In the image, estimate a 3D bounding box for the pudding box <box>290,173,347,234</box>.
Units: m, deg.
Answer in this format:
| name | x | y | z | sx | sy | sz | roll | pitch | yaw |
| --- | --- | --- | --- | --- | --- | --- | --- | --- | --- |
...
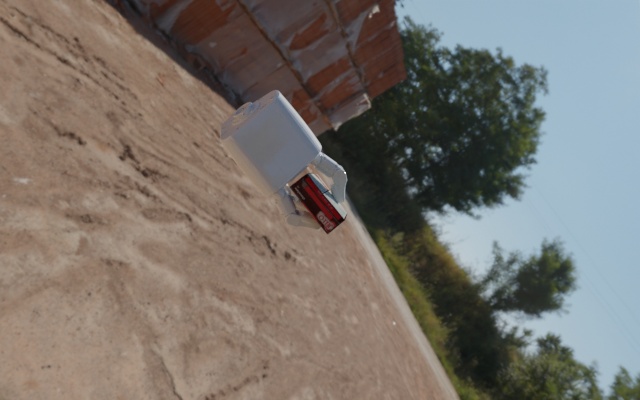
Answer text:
| name | x | y | z | sx | sy | sz | roll | pitch | yaw |
| --- | --- | --- | --- | --- | --- | --- | --- | --- | --- |
| pudding box | 0.000 | 0.002 | 0.742 | 0.039 | 0.090 | 0.113 | -38 | -1 | 8 |
